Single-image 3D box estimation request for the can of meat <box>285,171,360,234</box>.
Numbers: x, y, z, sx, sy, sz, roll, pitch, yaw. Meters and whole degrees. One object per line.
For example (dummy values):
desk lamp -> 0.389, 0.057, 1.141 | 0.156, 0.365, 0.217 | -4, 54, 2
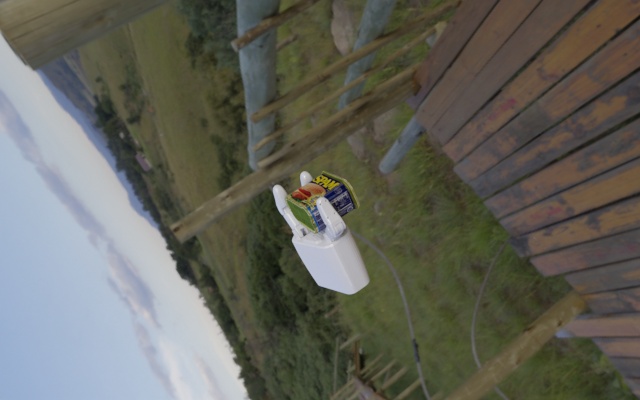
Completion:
can of meat -> 0.000, 0.003, 0.778 | 0.084, 0.057, 0.102 | -33, 27, -16
